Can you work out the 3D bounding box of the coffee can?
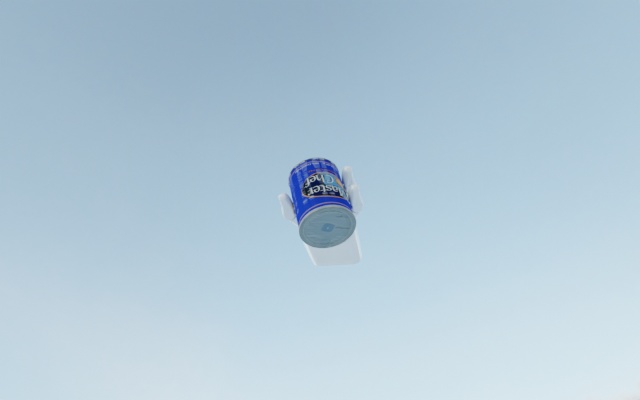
[{"bbox_3d":[0.000,0.003,0.885,0.103,0.103,0.140,0,42,-15],"label":"coffee can"}]
